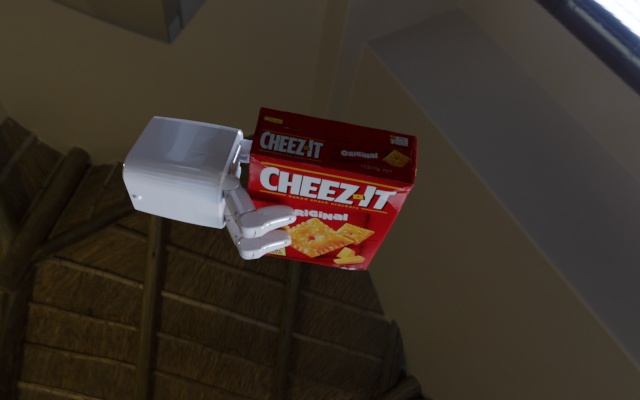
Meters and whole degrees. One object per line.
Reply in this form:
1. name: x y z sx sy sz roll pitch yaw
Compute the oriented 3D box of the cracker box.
1. cracker box: 0.000 0.002 0.553 0.164 0.072 0.214 10 -32 -4
